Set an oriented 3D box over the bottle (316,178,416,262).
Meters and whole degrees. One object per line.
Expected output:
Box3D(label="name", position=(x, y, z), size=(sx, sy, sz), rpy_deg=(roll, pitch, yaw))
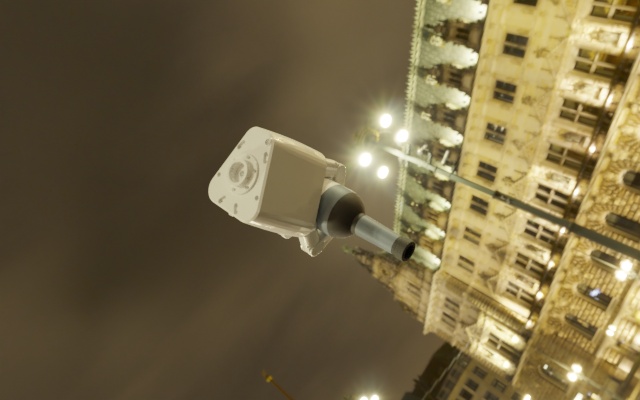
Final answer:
Box3D(label="bottle", position=(0.000, 0.002, 0.648), size=(0.295, 0.069, 0.069), rpy_deg=(29, 18, 35))
